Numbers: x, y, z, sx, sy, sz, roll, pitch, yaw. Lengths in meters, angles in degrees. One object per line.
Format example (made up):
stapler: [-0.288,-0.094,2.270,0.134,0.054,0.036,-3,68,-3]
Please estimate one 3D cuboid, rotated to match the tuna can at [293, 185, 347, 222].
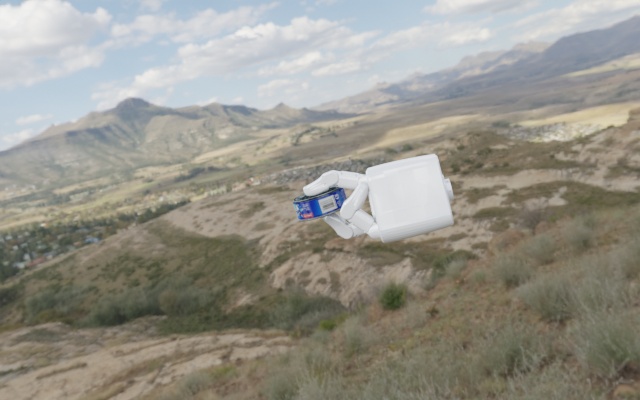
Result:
tuna can: [0.000,0.002,0.762,0.086,0.034,0.086,-18,9,3]
